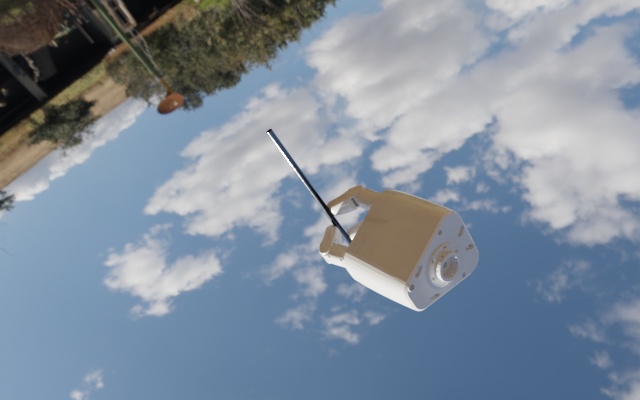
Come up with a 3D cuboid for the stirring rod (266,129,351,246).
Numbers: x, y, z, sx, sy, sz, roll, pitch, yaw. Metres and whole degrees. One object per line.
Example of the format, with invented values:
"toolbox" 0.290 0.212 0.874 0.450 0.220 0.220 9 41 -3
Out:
"stirring rod" 0.000 0.002 0.622 0.011 0.011 0.240 0 -44 45
